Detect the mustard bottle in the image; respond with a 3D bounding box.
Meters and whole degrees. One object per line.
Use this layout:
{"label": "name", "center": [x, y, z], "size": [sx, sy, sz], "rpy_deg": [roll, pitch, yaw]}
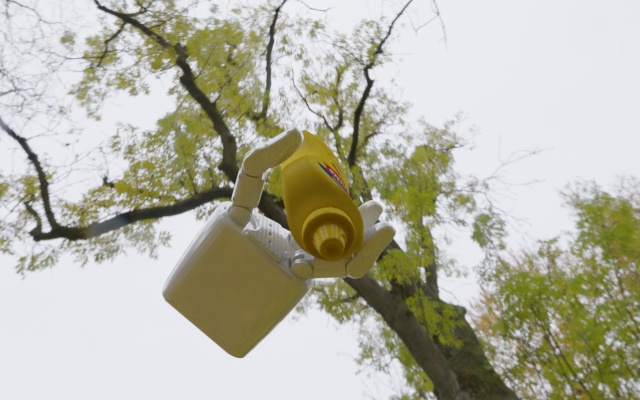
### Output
{"label": "mustard bottle", "center": [0.000, 0.001, 0.433], "size": [0.058, 0.096, 0.191], "rpy_deg": [-28, 21, 6]}
